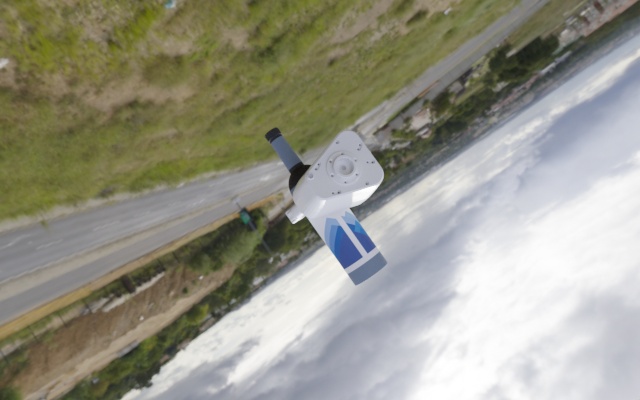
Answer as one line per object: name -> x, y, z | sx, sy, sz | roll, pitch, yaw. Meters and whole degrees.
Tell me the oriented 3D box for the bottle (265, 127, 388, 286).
bottle -> 0.000, 0.003, 0.803 | 0.069, 0.295, 0.069 | -35, -5, -3
